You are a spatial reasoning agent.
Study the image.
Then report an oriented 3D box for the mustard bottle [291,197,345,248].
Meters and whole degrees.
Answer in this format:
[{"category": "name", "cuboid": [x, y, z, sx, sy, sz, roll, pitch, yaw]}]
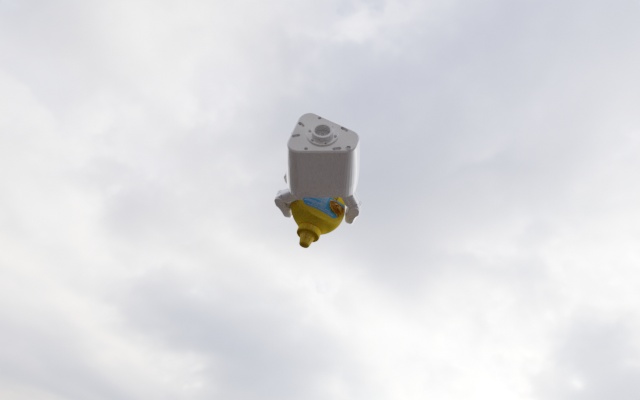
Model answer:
[{"category": "mustard bottle", "cuboid": [0.000, 0.003, 0.852, 0.096, 0.191, 0.058, 28, -37, -9]}]
